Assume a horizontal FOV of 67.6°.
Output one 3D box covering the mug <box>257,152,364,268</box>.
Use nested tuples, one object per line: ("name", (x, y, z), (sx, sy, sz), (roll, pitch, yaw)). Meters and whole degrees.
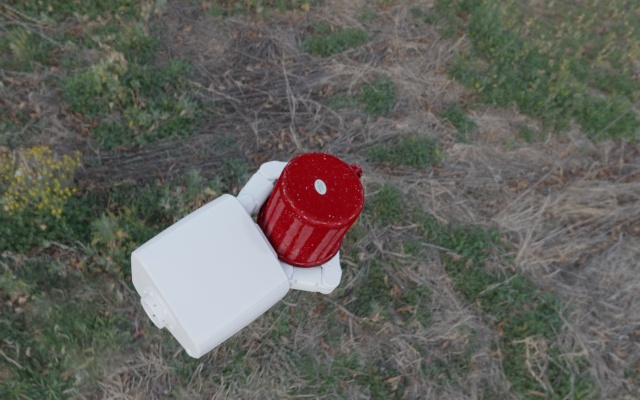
("mug", (0.001, 0.001, 0.468), (0.117, 0.093, 0.081), (-34, -14, -32))
